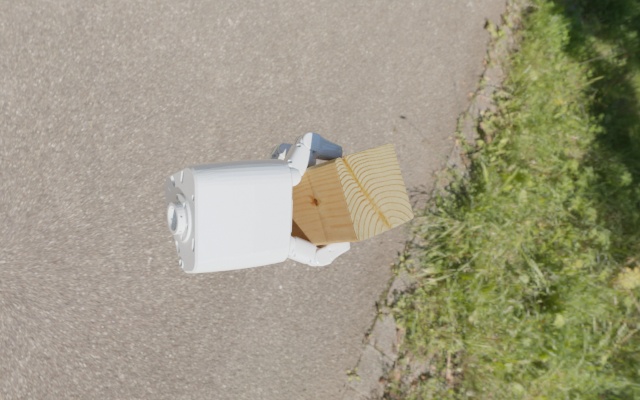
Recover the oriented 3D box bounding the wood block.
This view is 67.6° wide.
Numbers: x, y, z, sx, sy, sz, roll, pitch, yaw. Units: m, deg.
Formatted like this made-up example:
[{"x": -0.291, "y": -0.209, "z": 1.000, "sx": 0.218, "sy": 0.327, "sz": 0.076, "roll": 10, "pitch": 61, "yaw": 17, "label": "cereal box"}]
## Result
[{"x": 0.000, "y": 0.002, "z": 0.590, "sx": 0.090, "sy": 0.091, "sz": 0.206, "roll": -19, "pitch": 4, "yaw": -36, "label": "wood block"}]
